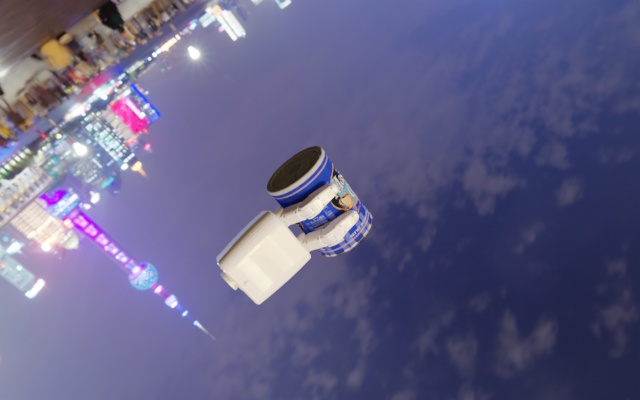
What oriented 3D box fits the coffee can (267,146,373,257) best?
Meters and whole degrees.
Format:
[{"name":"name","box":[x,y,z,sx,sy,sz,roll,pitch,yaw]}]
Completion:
[{"name":"coffee can","box":[0.000,0.002,0.733,0.103,0.140,0.102,-31,25,17]}]
